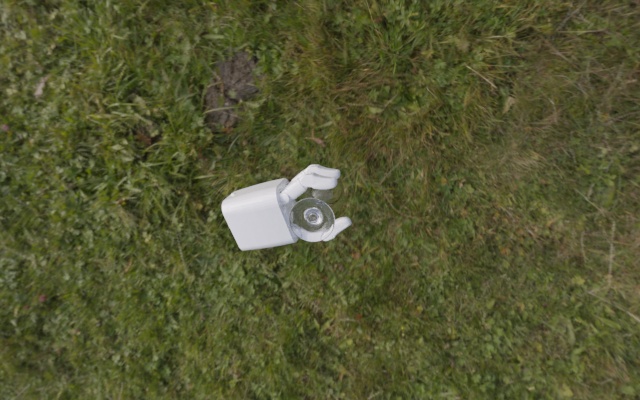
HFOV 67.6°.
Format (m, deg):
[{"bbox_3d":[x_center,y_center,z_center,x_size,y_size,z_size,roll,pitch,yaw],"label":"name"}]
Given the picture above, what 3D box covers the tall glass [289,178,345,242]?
[{"bbox_3d":[0.000,0.003,0.850,0.079,0.079,0.201,0,17,9],"label":"tall glass"}]
